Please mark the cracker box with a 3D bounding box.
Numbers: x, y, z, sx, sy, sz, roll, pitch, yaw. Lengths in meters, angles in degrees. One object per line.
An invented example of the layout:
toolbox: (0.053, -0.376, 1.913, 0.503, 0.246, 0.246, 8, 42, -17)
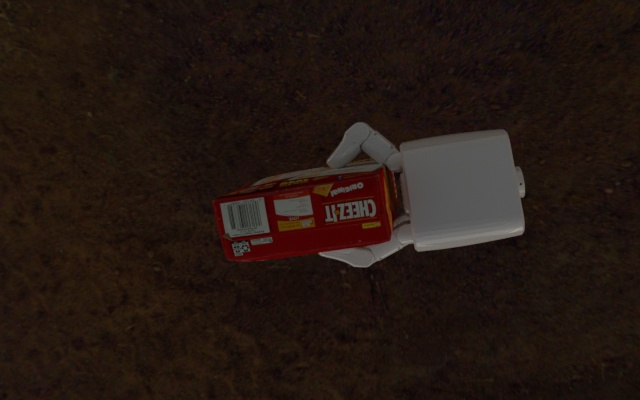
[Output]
cracker box: (0.000, 0.002, 0.541, 0.164, 0.072, 0.213, -9, 8, 12)
